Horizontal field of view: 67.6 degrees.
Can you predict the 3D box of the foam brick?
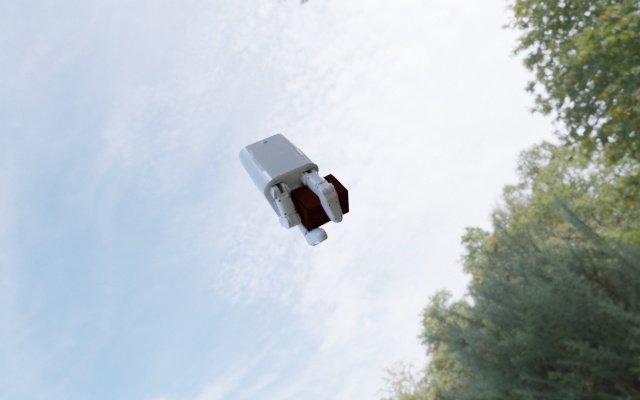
[{"bbox_3d":[0.000,0.002,0.757,0.078,0.053,0.051,-25,49,-21],"label":"foam brick"}]
